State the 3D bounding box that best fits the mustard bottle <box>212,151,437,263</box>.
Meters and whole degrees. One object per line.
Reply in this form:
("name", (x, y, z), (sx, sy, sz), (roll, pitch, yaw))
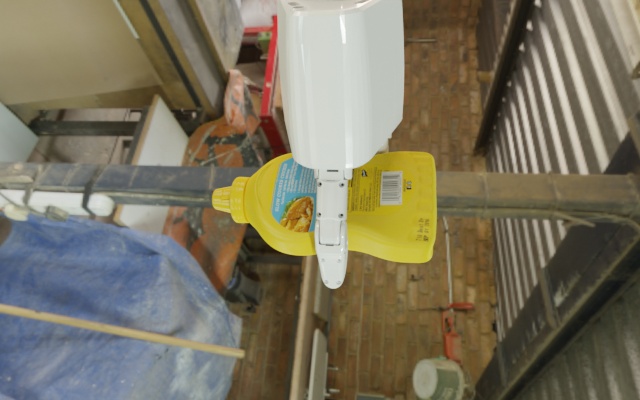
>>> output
("mustard bottle", (0.000, 0.002, 0.412), (0.191, 0.096, 0.058), (2, -32, 9))
